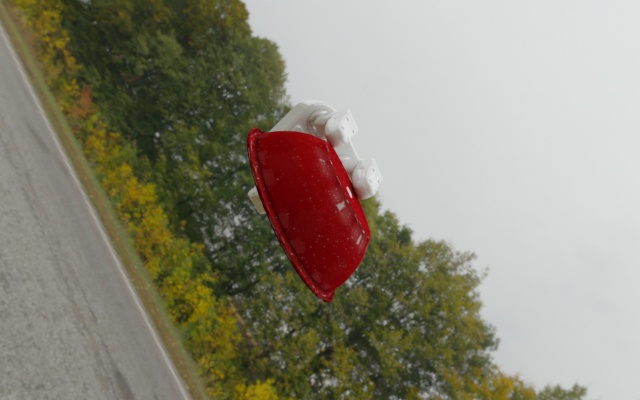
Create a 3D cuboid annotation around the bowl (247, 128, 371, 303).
[{"bbox_3d":[0.001,0.002,0.408,0.055,0.162,0.162,-24,-4,9],"label":"bowl"}]
